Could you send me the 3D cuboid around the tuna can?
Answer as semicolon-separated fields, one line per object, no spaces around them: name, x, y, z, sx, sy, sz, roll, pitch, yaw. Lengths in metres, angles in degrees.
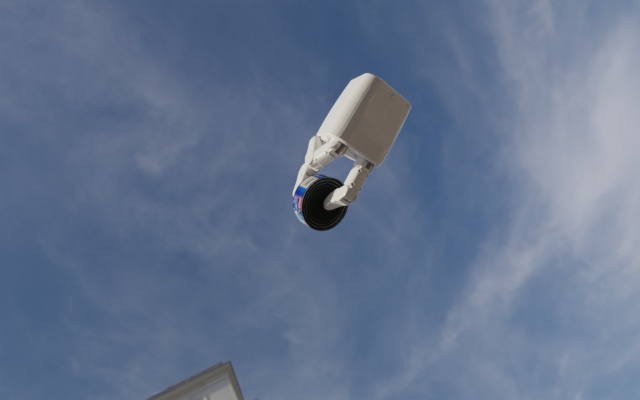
tuna can;0.000;0.002;0.749;0.086;0.086;0.033;0;13;-32
